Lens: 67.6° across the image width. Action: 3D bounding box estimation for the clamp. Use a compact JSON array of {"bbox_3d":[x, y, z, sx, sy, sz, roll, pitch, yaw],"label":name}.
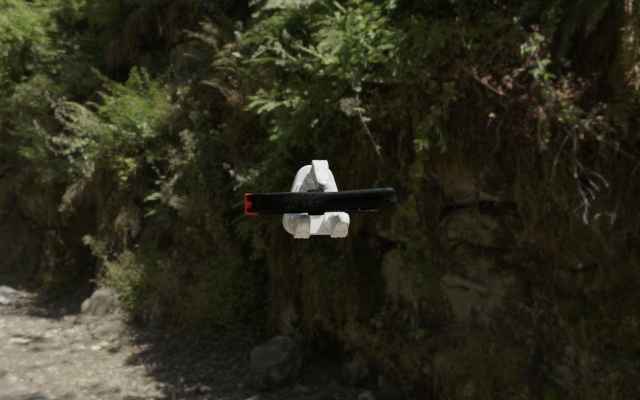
[{"bbox_3d":[0.000,0.001,0.668,0.210,0.036,0.164,-1,-5,-8],"label":"clamp"}]
